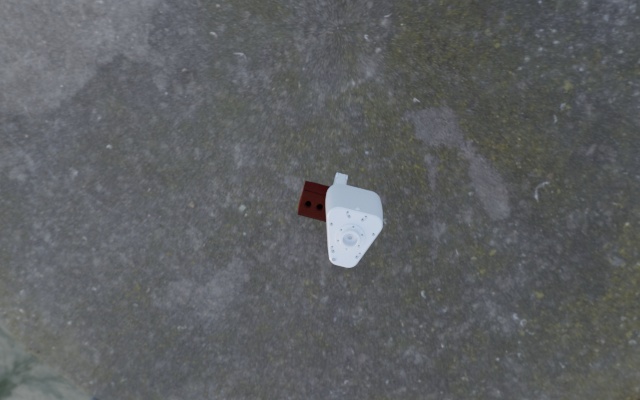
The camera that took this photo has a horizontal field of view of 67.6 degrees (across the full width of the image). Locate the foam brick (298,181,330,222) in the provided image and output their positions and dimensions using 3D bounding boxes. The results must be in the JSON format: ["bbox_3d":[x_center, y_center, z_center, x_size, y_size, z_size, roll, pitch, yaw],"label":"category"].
[{"bbox_3d":[0.000,0.003,0.898,0.078,0.053,0.051,14,23,-2],"label":"foam brick"}]
